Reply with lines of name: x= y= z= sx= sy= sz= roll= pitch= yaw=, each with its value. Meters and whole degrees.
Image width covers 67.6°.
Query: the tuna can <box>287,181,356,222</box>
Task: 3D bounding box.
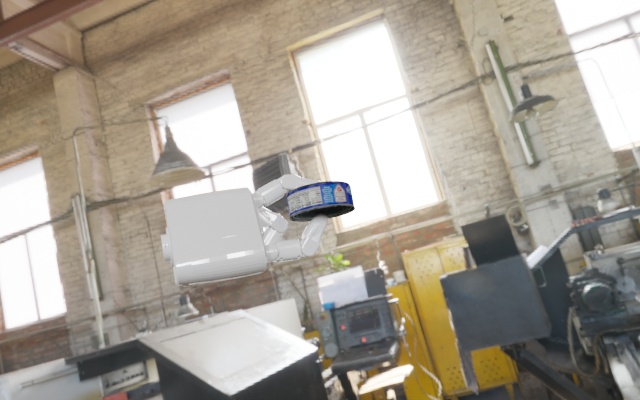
tuna can: x=0.000 y=0.001 z=0.616 sx=0.086 sy=0.033 sz=0.086 roll=-9 pitch=-12 yaw=-2
